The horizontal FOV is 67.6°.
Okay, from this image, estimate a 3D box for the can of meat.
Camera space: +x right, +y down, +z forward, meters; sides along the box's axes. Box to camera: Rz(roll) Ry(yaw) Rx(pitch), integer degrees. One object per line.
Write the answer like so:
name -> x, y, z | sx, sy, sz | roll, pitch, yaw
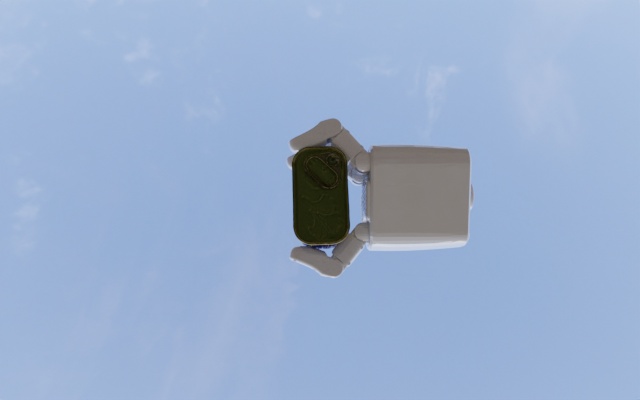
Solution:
can of meat -> 0.000, 0.002, 0.522 | 0.057, 0.102, 0.084 | -2, -11, 0
